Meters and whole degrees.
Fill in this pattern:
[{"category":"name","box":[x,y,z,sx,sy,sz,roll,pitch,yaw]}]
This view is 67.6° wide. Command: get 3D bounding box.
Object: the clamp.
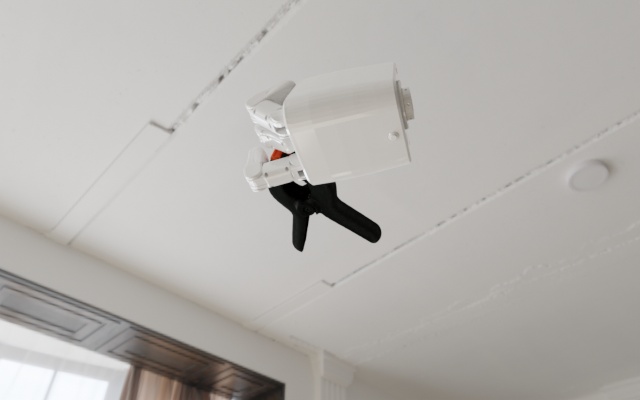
[{"category":"clamp","box":[0.000,0.001,0.557,0.120,0.039,0.172,-8,-44,16]}]
